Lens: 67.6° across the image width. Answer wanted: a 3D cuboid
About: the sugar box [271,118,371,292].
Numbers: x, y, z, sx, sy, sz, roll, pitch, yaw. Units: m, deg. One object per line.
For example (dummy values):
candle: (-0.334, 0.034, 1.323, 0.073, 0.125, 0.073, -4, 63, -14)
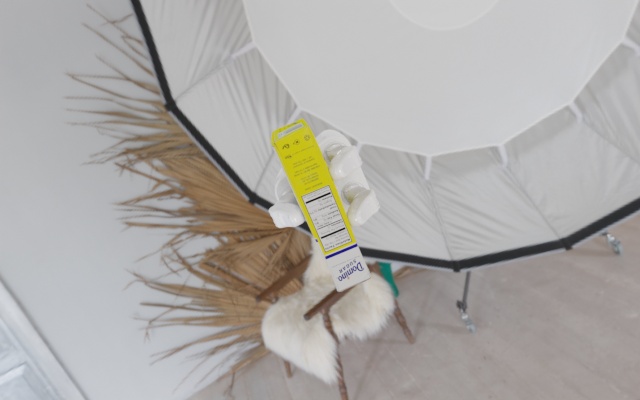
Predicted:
sugar box: (0.001, 0.001, 0.525, 0.048, 0.176, 0.093, -25, 15, 2)
